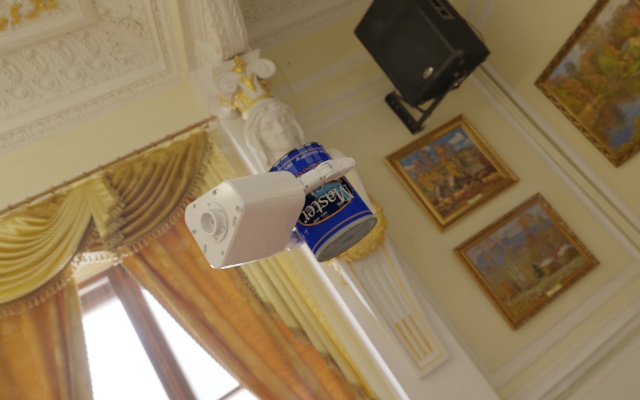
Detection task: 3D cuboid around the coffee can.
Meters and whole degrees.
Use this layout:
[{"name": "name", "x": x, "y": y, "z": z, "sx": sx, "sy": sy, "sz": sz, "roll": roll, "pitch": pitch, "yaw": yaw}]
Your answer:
[{"name": "coffee can", "x": 0.000, "y": 0.002, "z": 0.685, "sx": 0.103, "sy": 0.140, "sz": 0.103, "roll": -31, "pitch": -19, "yaw": -12}]
